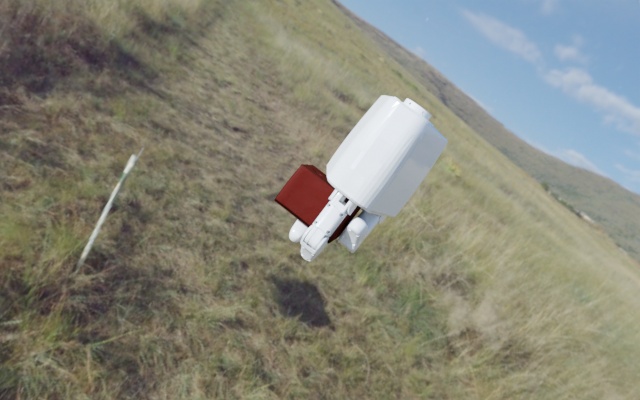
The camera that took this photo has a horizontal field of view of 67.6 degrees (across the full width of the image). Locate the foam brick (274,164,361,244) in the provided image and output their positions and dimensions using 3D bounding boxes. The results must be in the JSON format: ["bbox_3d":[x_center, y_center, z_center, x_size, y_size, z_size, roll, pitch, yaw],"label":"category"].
[{"bbox_3d":[0.000,0.002,0.530,0.078,0.051,0.053,38,12,9],"label":"foam brick"}]
